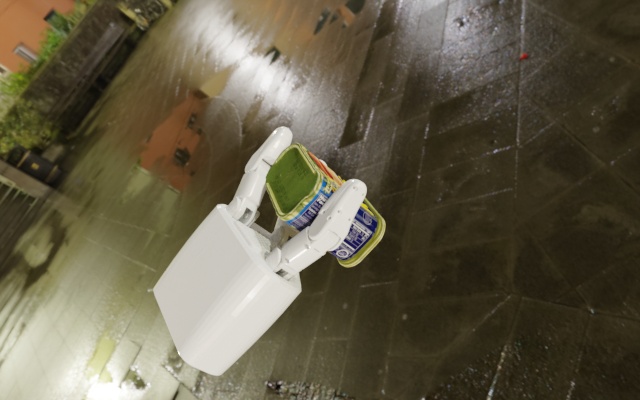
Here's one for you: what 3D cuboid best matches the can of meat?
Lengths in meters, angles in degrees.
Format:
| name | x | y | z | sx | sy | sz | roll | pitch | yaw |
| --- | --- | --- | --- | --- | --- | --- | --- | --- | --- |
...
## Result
| name | x | y | z | sx | sy | sz | roll | pitch | yaw |
| --- | --- | --- | --- | --- | --- | --- | --- | --- | --- |
| can of meat | 0.000 | 0.001 | 0.441 | 0.084 | 0.057 | 0.102 | 37 | 11 | -30 |
